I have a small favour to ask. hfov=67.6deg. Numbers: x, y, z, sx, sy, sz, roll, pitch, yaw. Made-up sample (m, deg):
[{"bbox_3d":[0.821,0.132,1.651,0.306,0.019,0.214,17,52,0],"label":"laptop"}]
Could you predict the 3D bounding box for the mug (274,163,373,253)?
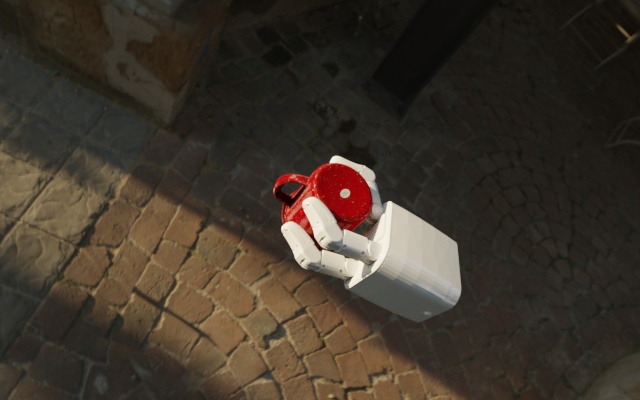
[{"bbox_3d":[-0.001,0.001,0.578,0.117,0.093,0.081,28,-38,-12],"label":"mug"}]
